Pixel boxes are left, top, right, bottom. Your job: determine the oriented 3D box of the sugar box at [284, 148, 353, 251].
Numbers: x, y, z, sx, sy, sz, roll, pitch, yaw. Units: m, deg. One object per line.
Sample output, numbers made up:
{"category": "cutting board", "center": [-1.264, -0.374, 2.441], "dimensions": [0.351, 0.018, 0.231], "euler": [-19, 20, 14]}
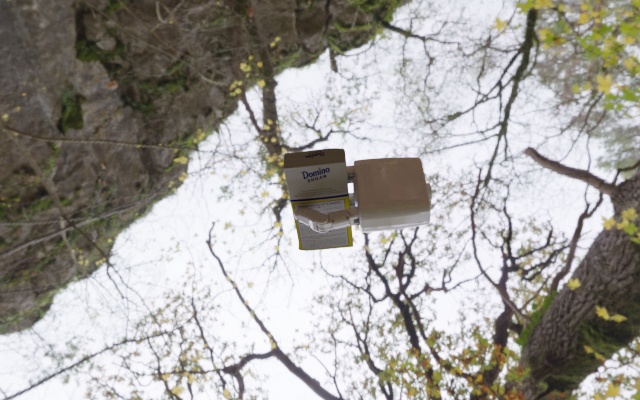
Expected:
{"category": "sugar box", "center": [0.000, 0.002, 0.752], "dimensions": [0.093, 0.176, 0.048], "euler": [-5, 38, 2]}
